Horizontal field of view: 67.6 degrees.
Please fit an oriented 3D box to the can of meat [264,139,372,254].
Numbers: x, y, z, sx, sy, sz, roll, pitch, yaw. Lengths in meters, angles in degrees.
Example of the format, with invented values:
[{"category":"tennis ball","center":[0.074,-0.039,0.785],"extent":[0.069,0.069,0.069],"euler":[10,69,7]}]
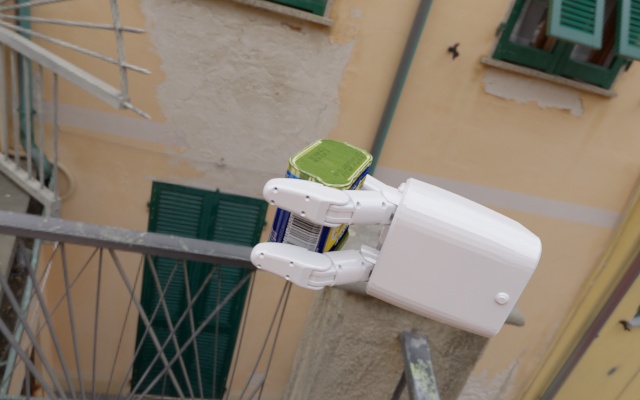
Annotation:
[{"category":"can of meat","center":[0.000,0.001,0.405],"extent":[0.057,0.084,0.102],"euler":[23,27,11]}]
